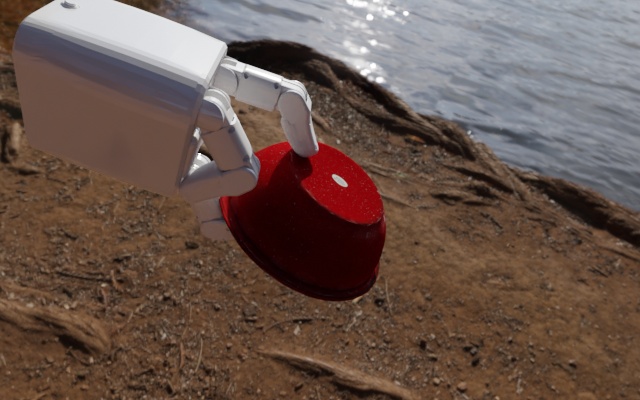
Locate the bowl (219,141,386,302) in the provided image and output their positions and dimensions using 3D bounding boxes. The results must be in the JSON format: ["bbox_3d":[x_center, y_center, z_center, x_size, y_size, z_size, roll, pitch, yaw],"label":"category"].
[{"bbox_3d":[0.001,0.001,0.400,0.162,0.162,0.055,0,-40,-46],"label":"bowl"}]
